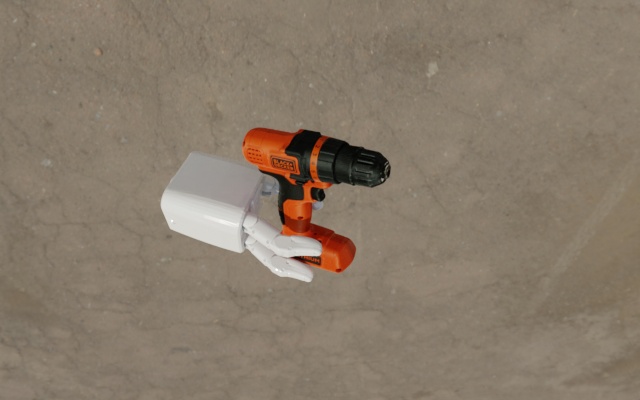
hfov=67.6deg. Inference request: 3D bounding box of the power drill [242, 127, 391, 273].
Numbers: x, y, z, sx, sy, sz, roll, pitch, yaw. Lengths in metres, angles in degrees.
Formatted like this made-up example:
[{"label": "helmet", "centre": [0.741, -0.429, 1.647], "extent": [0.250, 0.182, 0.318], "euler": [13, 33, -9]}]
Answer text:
[{"label": "power drill", "centre": [0.000, 0.002, 0.589], "extent": [0.184, 0.188, 0.057], "euler": [16, 43, 27]}]
